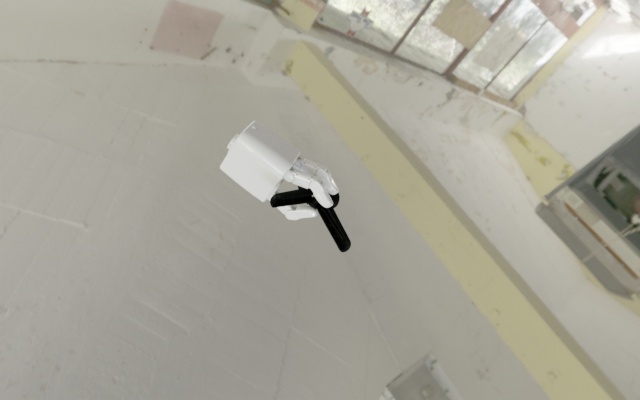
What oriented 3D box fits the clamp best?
[{"bbox_3d":[0.000,0.003,0.901,0.164,0.036,0.210,38,28,-8],"label":"clamp"}]
